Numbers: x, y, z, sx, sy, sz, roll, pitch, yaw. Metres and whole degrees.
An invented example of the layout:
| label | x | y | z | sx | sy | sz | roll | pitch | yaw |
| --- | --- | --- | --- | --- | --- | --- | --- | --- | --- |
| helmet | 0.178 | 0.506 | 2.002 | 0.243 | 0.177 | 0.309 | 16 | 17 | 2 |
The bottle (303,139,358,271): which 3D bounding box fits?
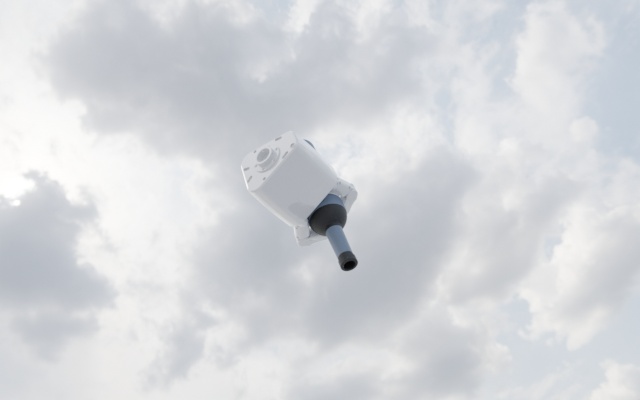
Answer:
| label | x | y | z | sx | sy | sz | roll | pitch | yaw |
| --- | --- | --- | --- | --- | --- | --- | --- | --- | --- |
| bottle | 0.000 | 0.003 | 0.808 | 0.069 | 0.069 | 0.295 | 0 | 39 | -22 |
